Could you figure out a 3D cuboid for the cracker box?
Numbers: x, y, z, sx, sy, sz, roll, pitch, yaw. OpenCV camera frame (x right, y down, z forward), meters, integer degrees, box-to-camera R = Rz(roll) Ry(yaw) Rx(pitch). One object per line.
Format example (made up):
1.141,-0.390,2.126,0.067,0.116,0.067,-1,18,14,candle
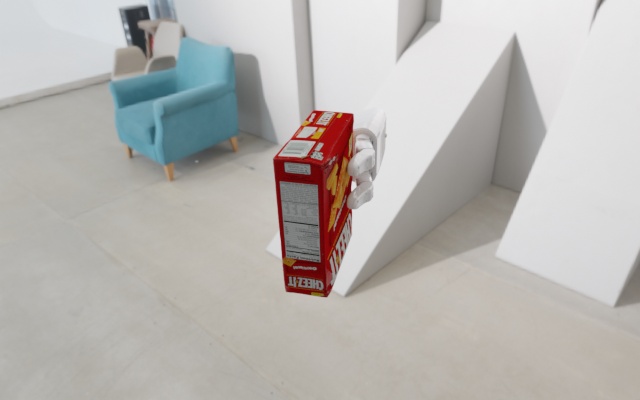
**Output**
0.000,0.002,0.676,0.072,0.214,0.164,7,33,15,cracker box
